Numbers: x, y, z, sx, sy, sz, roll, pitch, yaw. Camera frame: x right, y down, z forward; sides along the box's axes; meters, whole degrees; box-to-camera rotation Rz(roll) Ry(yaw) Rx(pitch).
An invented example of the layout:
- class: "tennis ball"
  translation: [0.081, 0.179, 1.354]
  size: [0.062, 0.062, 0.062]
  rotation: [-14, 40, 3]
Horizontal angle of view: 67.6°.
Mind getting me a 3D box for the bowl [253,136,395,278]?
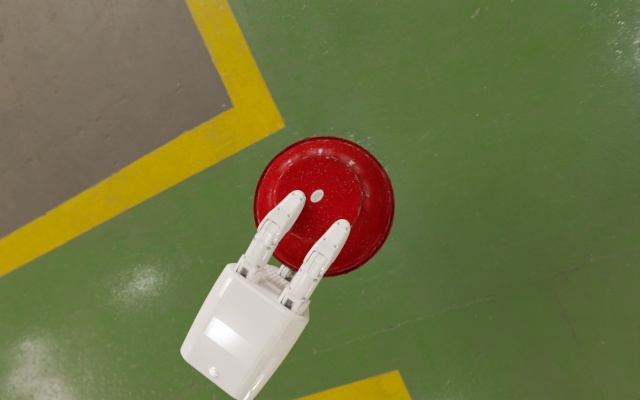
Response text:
- class: "bowl"
  translation: [0.000, 0.000, 0.514]
  size: [0.162, 0.162, 0.055]
  rotation: [0, -9, 6]
